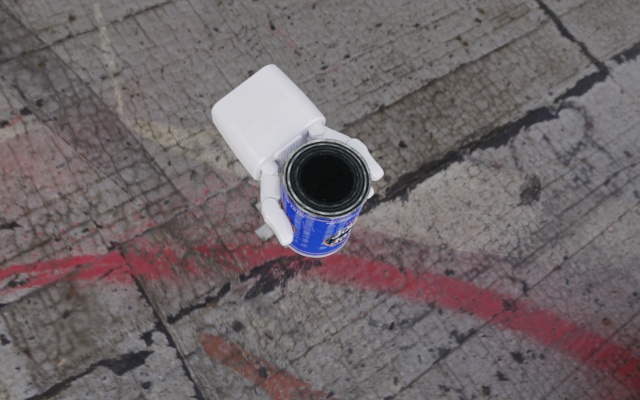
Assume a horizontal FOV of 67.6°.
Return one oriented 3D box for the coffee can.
[{"bbox_3d":[0.000,0.002,0.602,0.103,0.102,0.140,0,-24,-7],"label":"coffee can"}]
